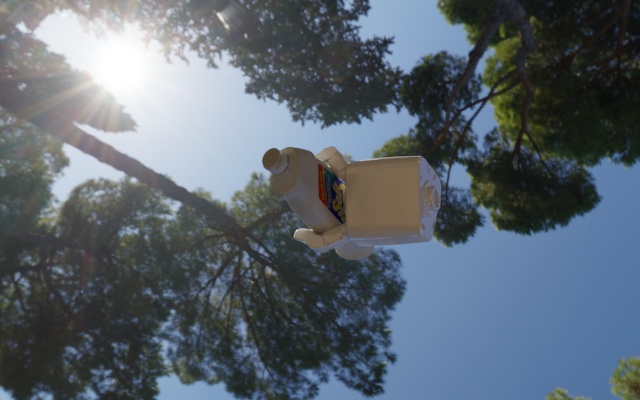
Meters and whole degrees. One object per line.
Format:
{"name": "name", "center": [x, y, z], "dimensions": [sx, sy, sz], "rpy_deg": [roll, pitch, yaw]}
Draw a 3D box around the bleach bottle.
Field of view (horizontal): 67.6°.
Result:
{"name": "bleach bottle", "center": [0.000, 0.002, 0.691], "dimensions": [0.068, 0.102, 0.251], "rpy_deg": [-5, -25, 32]}
